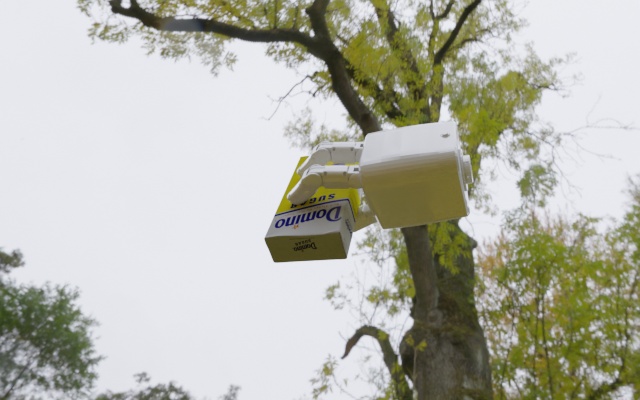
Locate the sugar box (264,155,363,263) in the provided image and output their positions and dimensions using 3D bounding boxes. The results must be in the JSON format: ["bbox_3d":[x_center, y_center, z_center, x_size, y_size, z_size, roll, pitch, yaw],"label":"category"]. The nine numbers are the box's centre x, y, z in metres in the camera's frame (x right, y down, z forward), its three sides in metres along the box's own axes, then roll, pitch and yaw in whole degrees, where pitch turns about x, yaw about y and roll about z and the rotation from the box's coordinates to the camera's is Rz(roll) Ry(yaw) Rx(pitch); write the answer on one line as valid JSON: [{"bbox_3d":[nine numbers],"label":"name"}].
[{"bbox_3d":[0.000,0.001,0.601,0.093,0.048,0.176,-6,33,18],"label":"sugar box"}]
